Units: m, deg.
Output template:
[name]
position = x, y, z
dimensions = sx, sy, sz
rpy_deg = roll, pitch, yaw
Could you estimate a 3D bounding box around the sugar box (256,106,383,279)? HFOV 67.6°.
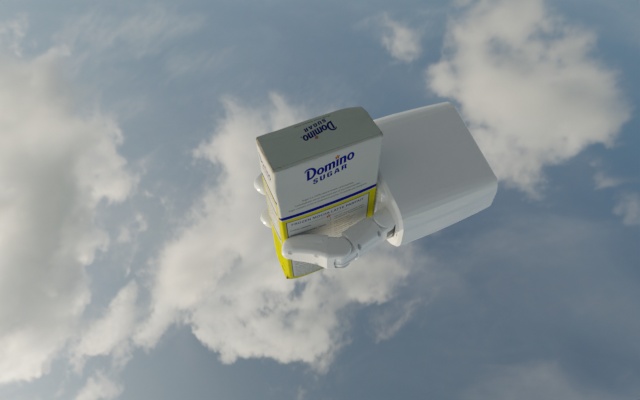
[sugar box]
position = 0.000, 0.001, 0.430
dimensions = 0.093, 0.048, 0.176
rpy_deg = -20, -36, -14
